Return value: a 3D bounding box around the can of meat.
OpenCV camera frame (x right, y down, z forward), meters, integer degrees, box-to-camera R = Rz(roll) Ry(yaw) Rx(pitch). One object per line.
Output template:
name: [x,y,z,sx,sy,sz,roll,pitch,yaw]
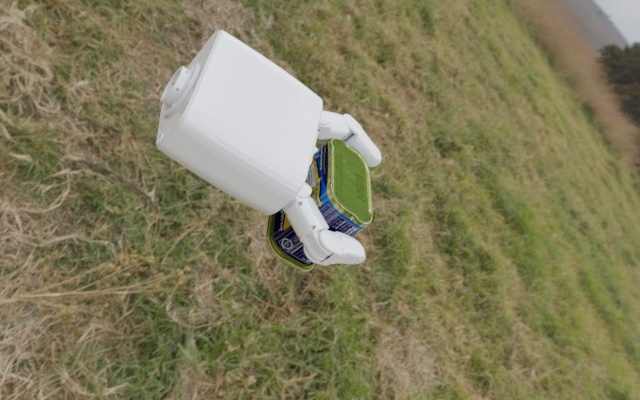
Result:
can of meat: [0.000,0.001,0.444,0.057,0.102,0.084,34,-54,-27]
